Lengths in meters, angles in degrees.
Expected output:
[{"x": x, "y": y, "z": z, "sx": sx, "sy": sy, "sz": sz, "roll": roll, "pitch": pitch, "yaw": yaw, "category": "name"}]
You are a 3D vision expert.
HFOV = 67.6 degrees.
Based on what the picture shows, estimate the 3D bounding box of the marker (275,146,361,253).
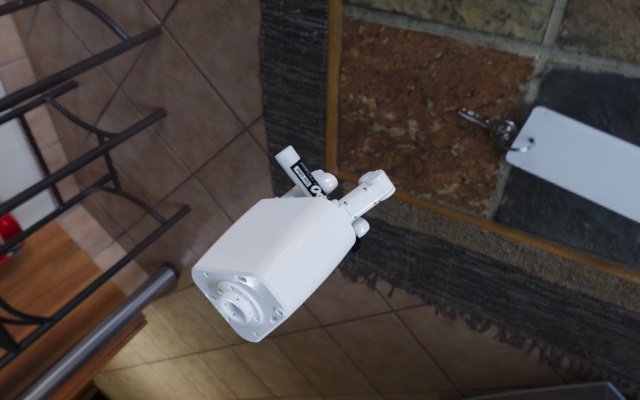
[{"x": 0.000, "y": 0.001, "z": 0.457, "sx": 0.020, "sy": 0.121, "sz": 0.020, "roll": -35, "pitch": 11, "yaw": 8, "category": "marker"}]
